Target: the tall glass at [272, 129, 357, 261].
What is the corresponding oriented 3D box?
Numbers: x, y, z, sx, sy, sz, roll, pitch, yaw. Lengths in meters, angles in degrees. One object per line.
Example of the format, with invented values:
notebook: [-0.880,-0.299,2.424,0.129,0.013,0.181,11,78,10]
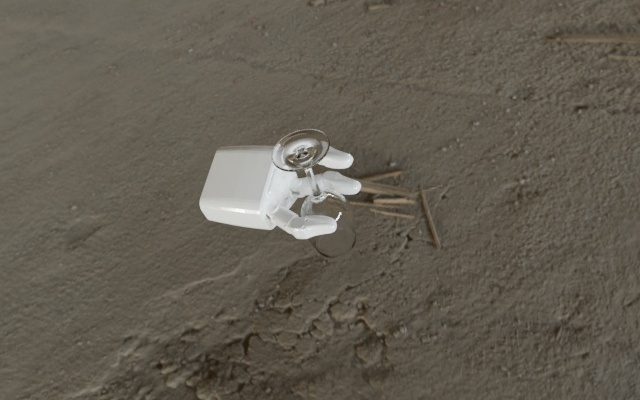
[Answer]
tall glass: [0.000,0.002,0.653,0.079,0.079,0.201,0,-41,20]
